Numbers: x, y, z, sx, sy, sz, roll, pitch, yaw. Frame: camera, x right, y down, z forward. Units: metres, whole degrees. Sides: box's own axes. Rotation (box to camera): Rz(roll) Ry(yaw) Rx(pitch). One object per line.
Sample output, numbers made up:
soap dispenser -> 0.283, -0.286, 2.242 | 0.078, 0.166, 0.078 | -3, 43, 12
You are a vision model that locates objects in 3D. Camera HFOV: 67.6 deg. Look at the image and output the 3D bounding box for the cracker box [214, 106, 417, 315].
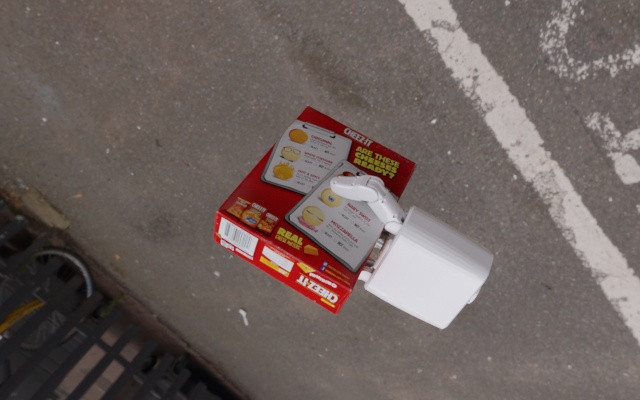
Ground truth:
cracker box -> 0.000, 0.002, 0.572 | 0.164, 0.213, 0.072 | 29, -40, 5
